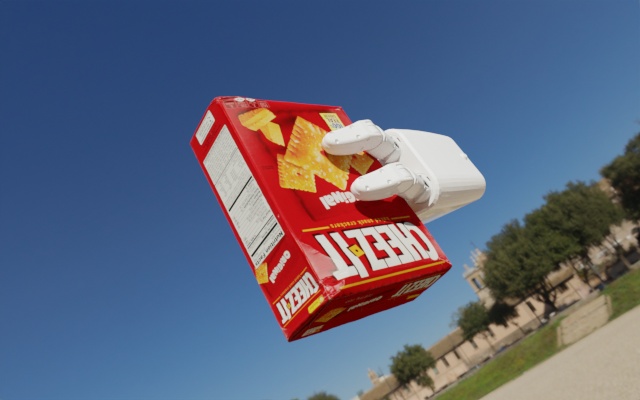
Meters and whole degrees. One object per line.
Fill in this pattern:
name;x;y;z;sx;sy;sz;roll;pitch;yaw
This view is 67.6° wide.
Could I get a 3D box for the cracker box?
cracker box;0.000;0.001;0.442;0.164;0.213;0.072;-5;-37;-43
